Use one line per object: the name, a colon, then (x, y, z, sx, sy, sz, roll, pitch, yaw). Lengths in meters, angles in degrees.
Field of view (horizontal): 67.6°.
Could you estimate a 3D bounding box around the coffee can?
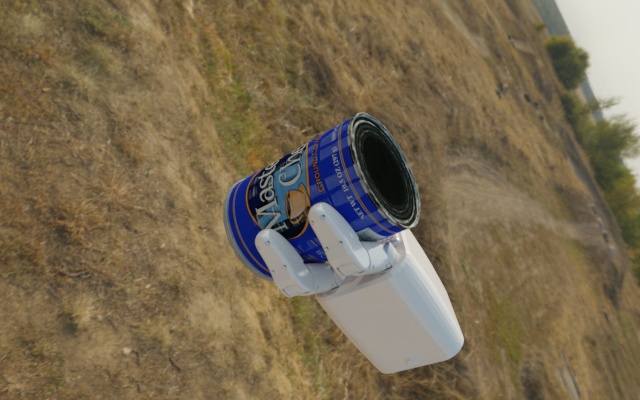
coffee can: (0.000, 0.001, 0.418, 0.140, 0.102, 0.103, -26, -14, 30)
